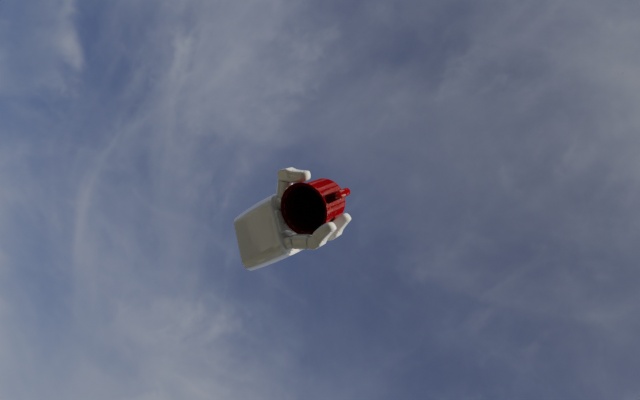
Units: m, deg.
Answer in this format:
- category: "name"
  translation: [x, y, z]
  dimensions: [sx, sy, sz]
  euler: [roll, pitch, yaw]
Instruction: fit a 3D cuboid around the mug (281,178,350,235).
- category: "mug"
  translation: [0.001, 0.002, 0.827]
  dimensions: [0.117, 0.093, 0.081]
  euler: [-26, -2, 33]
